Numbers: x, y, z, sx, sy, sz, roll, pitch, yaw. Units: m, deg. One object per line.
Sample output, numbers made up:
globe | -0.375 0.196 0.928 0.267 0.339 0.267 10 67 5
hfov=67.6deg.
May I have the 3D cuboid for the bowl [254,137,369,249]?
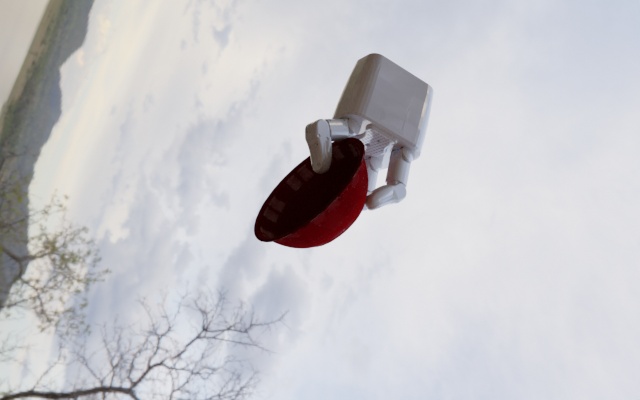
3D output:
bowl | 0.000 0.003 0.553 0.055 0.162 0.162 48 -23 -23
